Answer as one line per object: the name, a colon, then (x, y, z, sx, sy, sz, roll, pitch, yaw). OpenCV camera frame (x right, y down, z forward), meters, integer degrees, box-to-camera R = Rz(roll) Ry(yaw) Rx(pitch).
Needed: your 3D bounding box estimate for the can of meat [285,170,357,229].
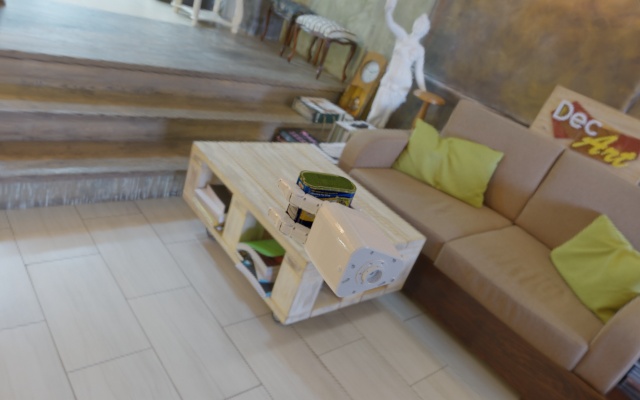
can of meat: (0.000, 0.002, 0.781, 0.102, 0.084, 0.057, 6, 31, -28)
